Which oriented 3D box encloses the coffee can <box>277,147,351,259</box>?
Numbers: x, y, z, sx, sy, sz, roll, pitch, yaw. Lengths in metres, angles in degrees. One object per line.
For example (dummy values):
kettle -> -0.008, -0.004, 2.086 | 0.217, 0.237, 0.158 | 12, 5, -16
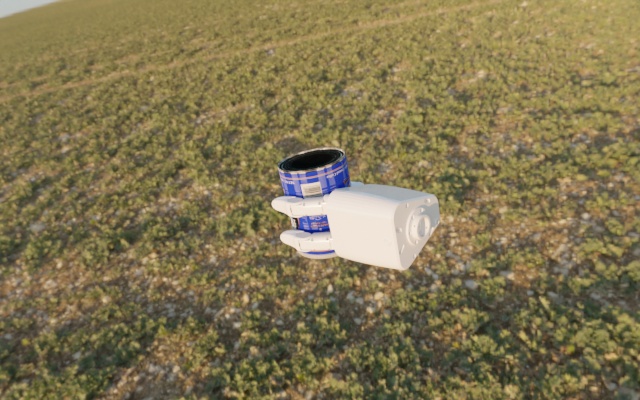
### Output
coffee can -> 0.000, 0.002, 0.722 | 0.103, 0.140, 0.102 | -11, 22, 4
